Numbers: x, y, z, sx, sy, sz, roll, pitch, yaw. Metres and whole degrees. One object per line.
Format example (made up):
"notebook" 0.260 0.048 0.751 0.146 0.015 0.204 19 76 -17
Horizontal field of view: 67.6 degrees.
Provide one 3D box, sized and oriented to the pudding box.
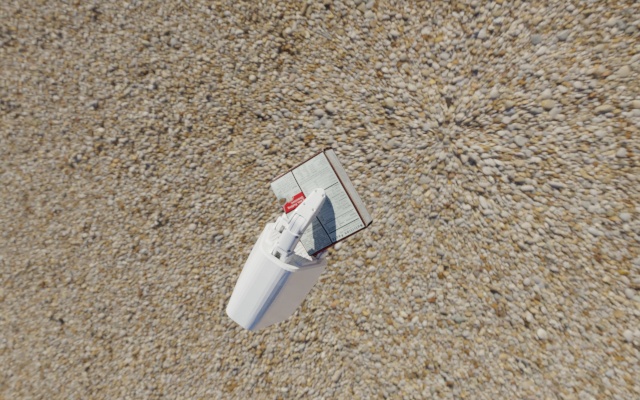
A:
"pudding box" 0.000 0.002 0.607 0.090 0.113 0.039 -29 2 20
